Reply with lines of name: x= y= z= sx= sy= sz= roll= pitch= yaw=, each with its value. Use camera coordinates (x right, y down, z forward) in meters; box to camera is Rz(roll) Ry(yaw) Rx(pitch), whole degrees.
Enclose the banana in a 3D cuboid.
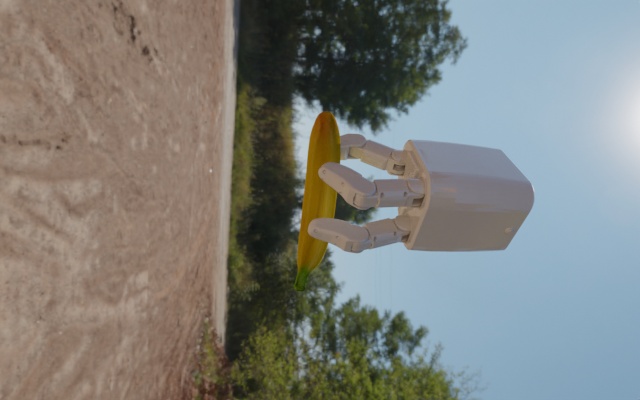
banana: x=0.000 y=-0.002 z=0.509 sx=0.037 sy=0.198 sz=0.069 roll=6 pitch=22 yaw=-3
